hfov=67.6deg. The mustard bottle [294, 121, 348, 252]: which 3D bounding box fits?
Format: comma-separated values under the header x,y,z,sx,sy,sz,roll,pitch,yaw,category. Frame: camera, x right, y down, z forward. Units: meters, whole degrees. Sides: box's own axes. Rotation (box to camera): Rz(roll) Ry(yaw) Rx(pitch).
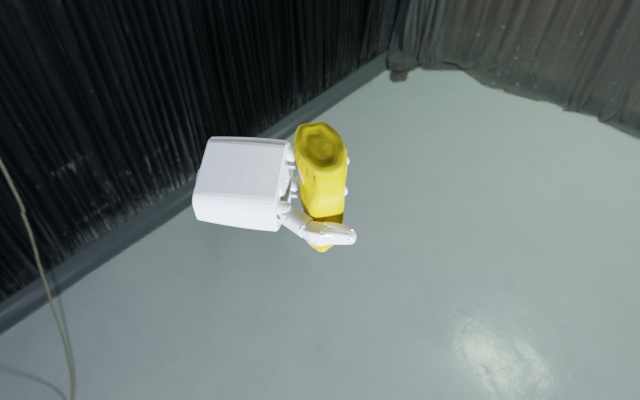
x,y,z,sx,sy,sz,roll,pitch,yaw,category
0.000,0.002,0.608,0.058,0.096,0.192,-12,-42,-11,mustard bottle
